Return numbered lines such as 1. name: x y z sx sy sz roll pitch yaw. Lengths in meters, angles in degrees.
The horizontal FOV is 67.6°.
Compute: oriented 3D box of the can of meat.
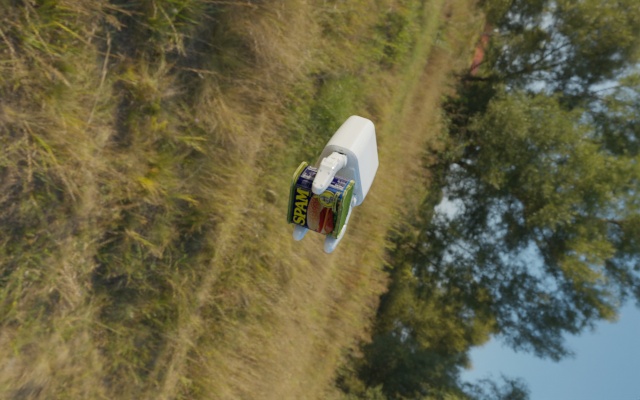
1. can of meat: 0.000 0.002 0.727 0.084 0.102 0.057 19 41 12
